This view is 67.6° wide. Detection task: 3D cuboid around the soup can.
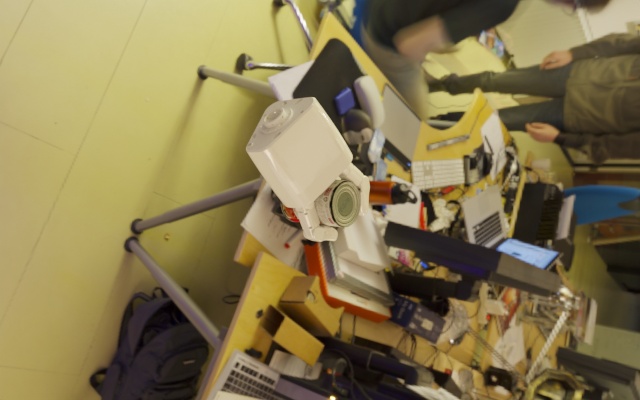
[{"bbox_3d":[0.001,0.003,0.707,0.102,0.068,0.068,4,3,42],"label":"soup can"}]
